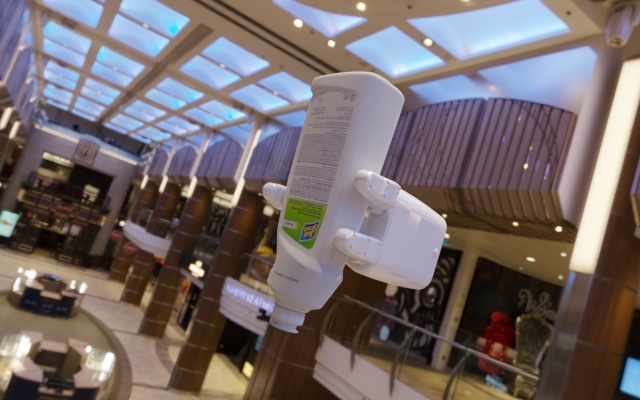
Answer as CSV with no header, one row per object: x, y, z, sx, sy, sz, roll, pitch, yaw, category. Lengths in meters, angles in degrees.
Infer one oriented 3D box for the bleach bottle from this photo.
0.000,0.002,0.472,0.068,0.251,0.102,25,-9,-39,bleach bottle
